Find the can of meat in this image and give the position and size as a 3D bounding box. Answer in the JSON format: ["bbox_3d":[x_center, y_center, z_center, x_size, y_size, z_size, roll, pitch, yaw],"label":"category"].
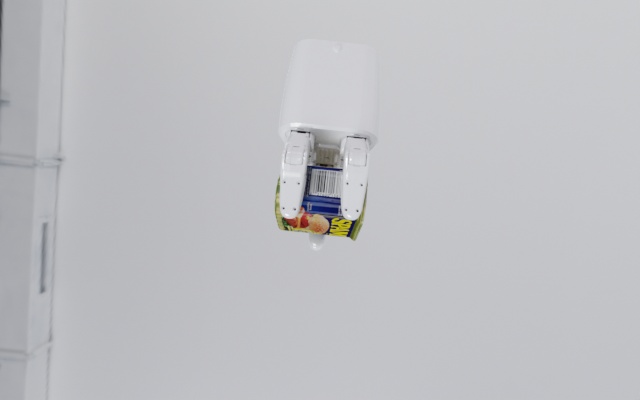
[{"bbox_3d":[0.000,0.002,0.484,0.084,0.057,0.102,6,-18,0],"label":"can of meat"}]
